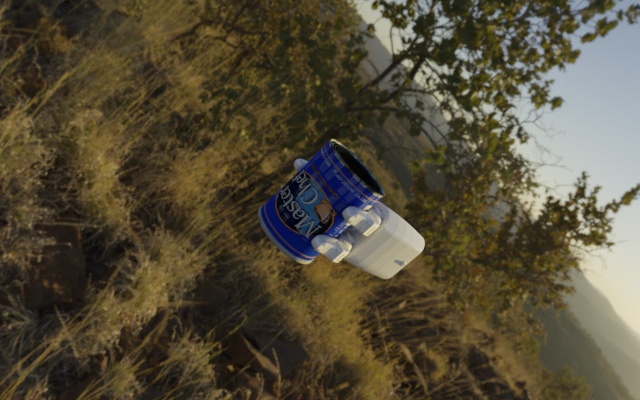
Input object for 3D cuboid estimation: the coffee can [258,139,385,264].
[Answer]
[{"bbox_3d":[0.000,0.002,0.641,0.140,0.103,0.103,-43,-15,16],"label":"coffee can"}]
